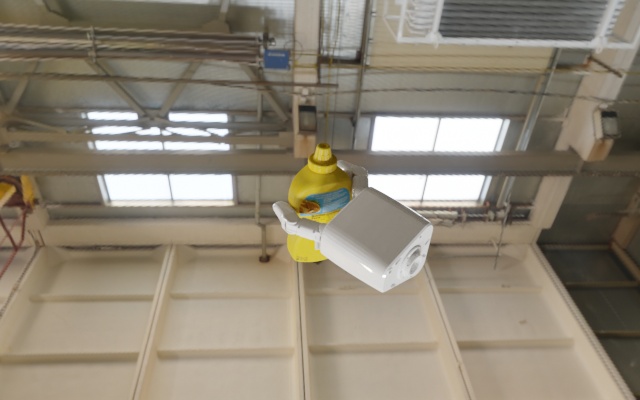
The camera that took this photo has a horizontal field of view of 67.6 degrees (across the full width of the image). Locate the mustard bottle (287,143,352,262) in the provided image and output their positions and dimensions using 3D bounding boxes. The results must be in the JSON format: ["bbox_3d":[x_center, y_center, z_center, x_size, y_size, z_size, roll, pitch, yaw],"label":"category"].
[{"bbox_3d":[0.000,0.002,0.707,0.096,0.192,0.058,-11,40,-19],"label":"mustard bottle"}]
